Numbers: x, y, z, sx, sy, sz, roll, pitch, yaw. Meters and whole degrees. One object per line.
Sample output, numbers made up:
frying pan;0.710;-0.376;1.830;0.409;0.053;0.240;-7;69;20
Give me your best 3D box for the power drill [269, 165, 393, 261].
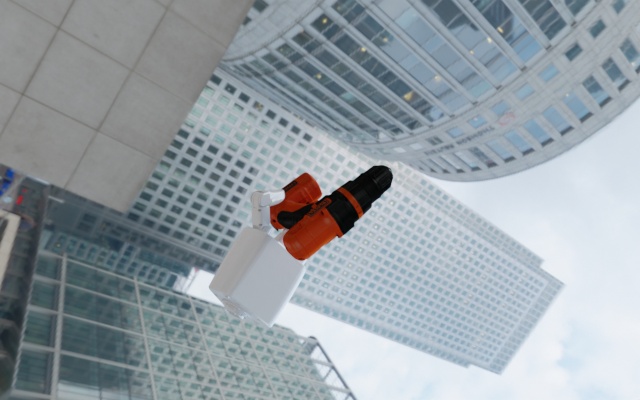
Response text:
power drill;0.000;0.002;0.716;0.184;0.057;0.187;-37;20;-15
